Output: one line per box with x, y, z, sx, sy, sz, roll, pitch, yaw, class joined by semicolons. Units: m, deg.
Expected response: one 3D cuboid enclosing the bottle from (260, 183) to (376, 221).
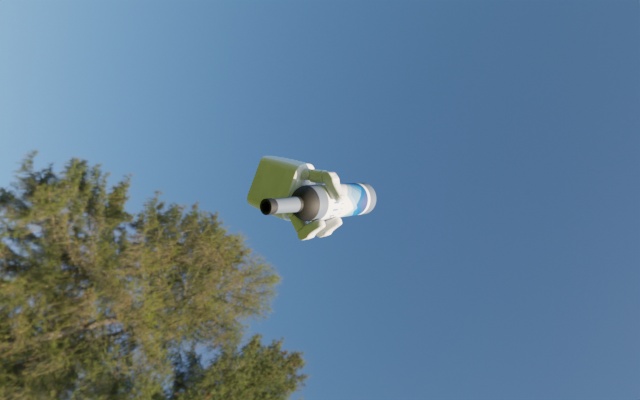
0.000;0.003;0.895;0.069;0.069;0.295;0;3;38;bottle
